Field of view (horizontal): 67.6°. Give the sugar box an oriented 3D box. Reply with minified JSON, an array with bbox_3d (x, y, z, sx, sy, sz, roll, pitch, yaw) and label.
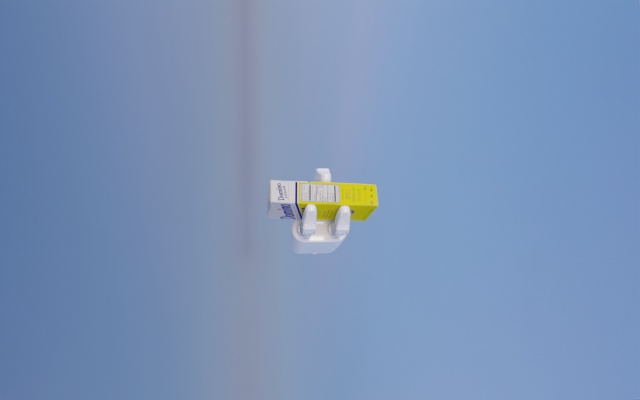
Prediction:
[{"bbox_3d":[0.000,0.003,0.803,0.176,0.048,0.093,-1,-19,-8],"label":"sugar box"}]
